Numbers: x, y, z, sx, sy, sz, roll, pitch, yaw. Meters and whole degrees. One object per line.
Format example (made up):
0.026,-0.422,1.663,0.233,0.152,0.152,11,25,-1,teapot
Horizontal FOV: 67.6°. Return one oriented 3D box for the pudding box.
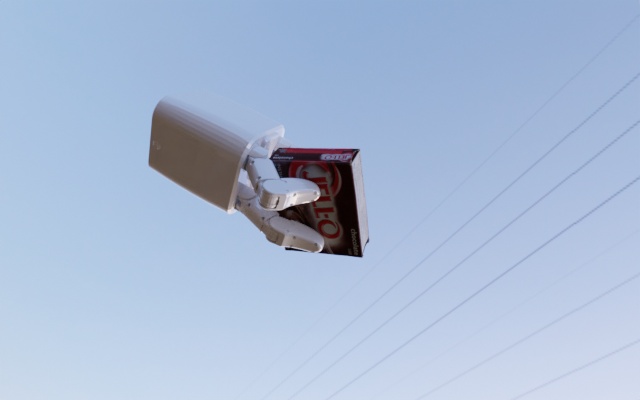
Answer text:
0.000,0.002,0.493,0.090,0.114,0.039,4,34,22,pudding box
